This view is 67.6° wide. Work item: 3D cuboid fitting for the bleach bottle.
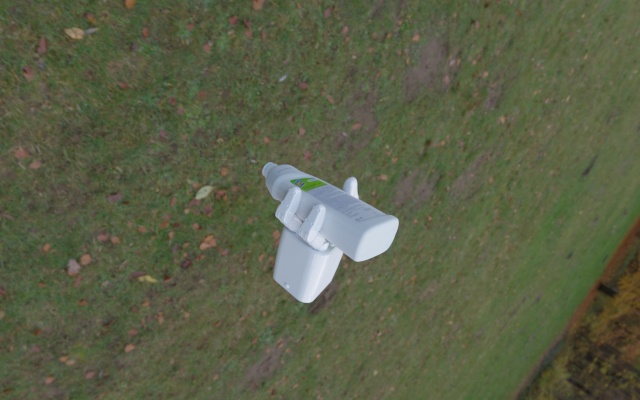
[{"bbox_3d":[0.000,0.003,0.792,0.250,0.068,0.102,34,31,32],"label":"bleach bottle"}]
